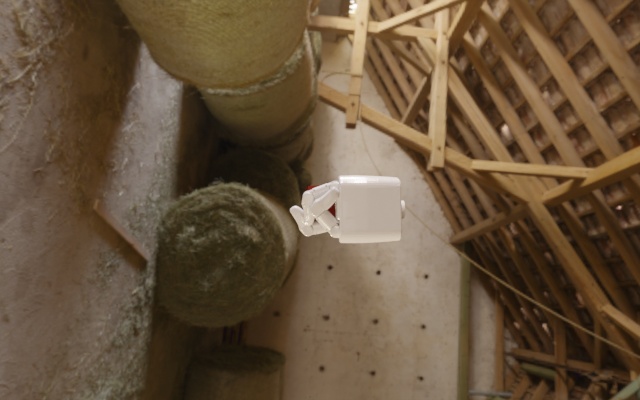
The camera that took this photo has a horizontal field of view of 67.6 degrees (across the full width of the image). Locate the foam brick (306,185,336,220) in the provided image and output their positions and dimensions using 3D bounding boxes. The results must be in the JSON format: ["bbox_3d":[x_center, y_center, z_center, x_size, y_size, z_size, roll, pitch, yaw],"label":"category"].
[{"bbox_3d":[0.000,0.003,0.881,0.051,0.053,0.078,-6,11,0],"label":"foam brick"}]
